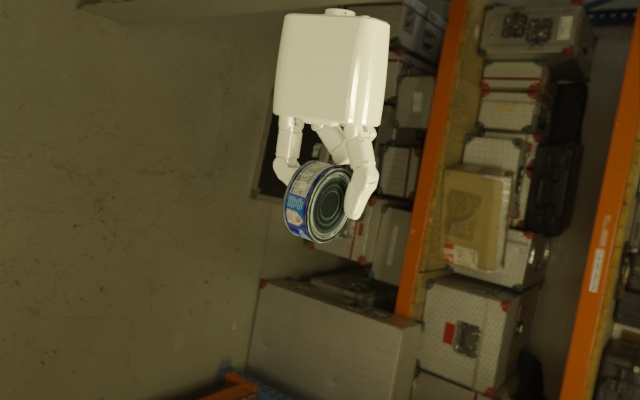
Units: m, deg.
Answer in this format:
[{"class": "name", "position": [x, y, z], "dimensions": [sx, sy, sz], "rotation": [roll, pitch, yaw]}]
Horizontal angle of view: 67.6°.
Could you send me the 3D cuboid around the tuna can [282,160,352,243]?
[{"class": "tuna can", "position": [0.001, 0.002, 0.511], "dimensions": [0.033, 0.086, 0.086], "rotation": [19, 11, 35]}]
